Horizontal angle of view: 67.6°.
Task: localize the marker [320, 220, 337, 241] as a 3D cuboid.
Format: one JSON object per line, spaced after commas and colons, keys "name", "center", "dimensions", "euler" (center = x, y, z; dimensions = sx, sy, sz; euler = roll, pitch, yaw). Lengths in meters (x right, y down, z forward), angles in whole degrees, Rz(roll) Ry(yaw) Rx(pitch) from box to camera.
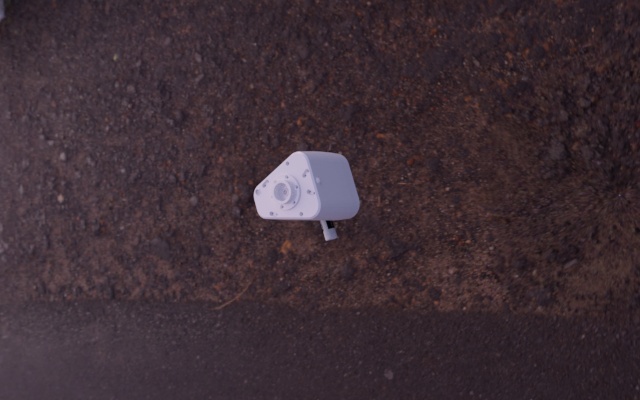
{"name": "marker", "center": [0.000, 0.002, 0.743], "dimensions": [0.020, 0.121, 0.020], "euler": [-16, -9, -3]}
